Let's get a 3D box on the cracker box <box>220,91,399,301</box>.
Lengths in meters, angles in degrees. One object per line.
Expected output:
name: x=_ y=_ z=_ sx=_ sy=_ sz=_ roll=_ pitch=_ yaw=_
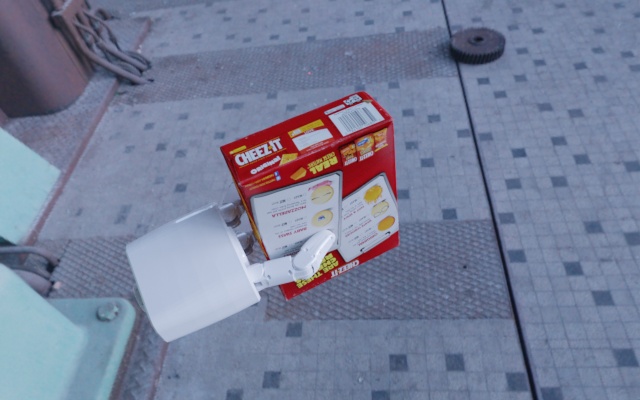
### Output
cracker box: x=0.000 y=0.002 z=0.541 sx=0.164 sy=0.072 sz=0.214 roll=-24 pitch=-40 yaw=-10
